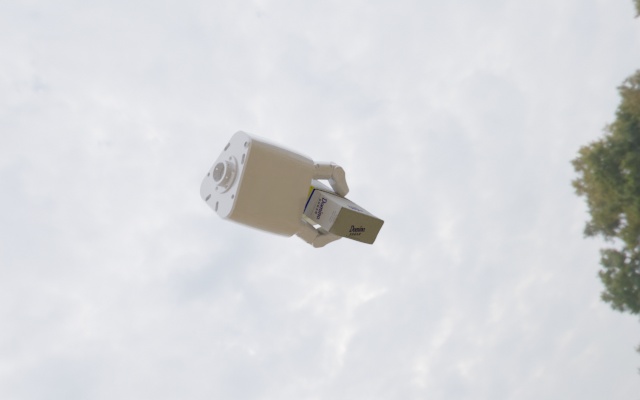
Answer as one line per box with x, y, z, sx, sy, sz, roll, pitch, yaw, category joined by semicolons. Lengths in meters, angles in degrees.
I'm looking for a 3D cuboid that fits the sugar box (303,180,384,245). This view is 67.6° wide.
0.000;0.003;0.697;0.093;0.048;0.176;19;13;-43;sugar box
